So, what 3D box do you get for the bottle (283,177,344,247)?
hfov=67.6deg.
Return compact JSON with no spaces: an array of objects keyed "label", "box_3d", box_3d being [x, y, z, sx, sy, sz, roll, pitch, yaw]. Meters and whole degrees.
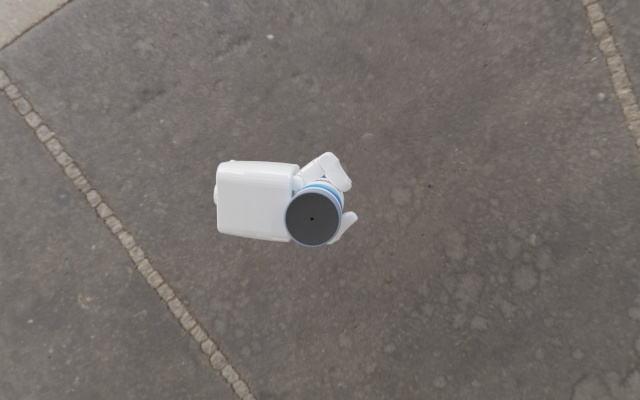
[{"label":"bottle","box_3d":[0.000,0.002,0.690,0.069,0.069,0.295,0,7,4]}]
